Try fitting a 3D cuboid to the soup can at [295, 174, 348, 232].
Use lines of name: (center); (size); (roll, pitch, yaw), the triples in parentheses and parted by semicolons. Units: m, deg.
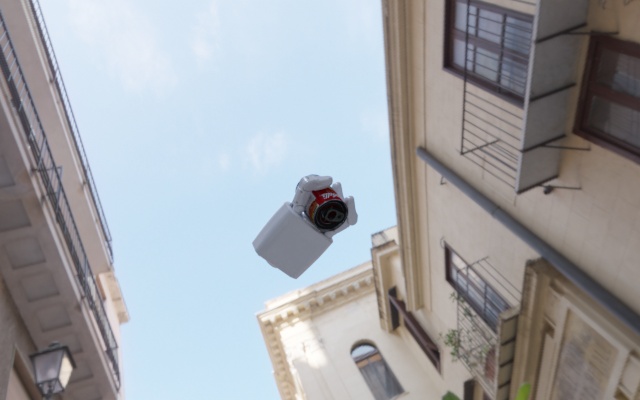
soup can: (0.000, 0.002, 0.890); (0.068, 0.068, 0.102); (0, 30, -26)
